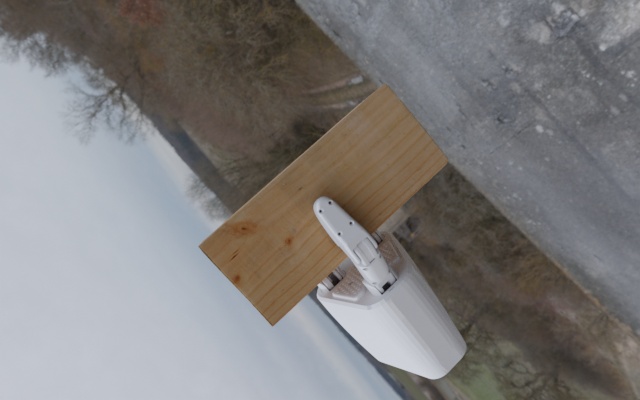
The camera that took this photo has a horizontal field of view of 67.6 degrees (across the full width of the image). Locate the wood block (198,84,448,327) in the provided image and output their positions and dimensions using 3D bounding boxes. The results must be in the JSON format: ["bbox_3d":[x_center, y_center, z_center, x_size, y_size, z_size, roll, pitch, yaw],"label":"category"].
[{"bbox_3d":[0.000,0.002,0.434,0.206,0.090,0.091,-42,7,-9],"label":"wood block"}]
